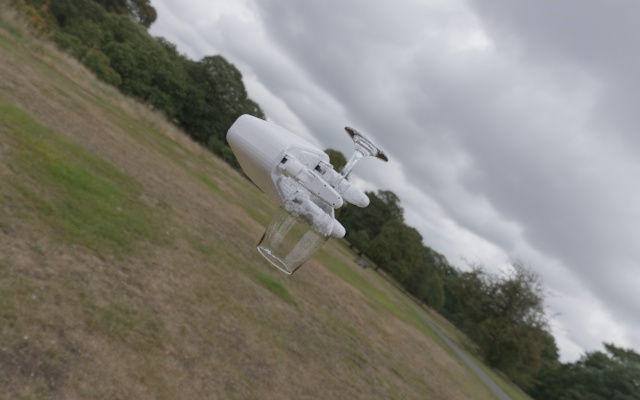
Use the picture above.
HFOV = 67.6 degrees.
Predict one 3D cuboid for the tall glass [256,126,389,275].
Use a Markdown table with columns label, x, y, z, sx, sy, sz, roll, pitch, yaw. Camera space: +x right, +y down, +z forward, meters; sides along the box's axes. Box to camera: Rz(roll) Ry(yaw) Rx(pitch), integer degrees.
| label | x | y | z | sx | sy | sz | roll | pitch | yaw |
| --- | --- | --- | --- | --- | --- | --- | --- | --- | --- |
| tall glass | 0.001 | 0.002 | 0.638 | 0.079 | 0.201 | 0.079 | 38 | -2 | 1 |
